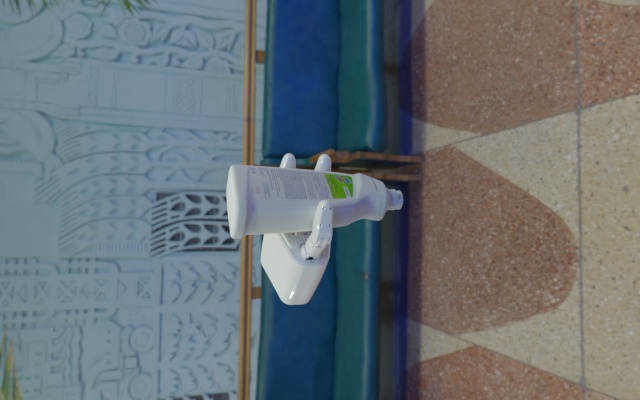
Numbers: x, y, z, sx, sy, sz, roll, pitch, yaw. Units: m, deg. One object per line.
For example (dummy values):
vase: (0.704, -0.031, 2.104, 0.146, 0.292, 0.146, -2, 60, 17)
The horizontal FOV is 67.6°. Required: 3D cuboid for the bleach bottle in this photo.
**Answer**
bleach bottle: (0.000, 0.002, 0.668, 0.251, 0.102, 0.068, 2, -45, -18)
